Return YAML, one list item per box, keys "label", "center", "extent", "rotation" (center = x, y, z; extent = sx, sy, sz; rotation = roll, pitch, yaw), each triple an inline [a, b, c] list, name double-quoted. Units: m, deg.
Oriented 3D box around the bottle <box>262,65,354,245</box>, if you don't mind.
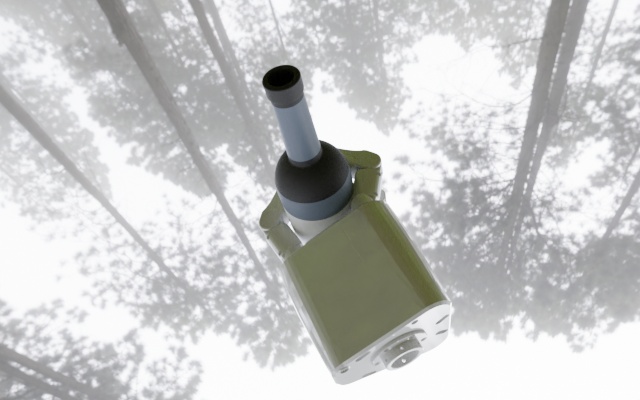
- label: "bottle"
  center: [0.000, 0.002, 0.443]
  extent: [0.069, 0.069, 0.296]
  rotation: [0, -36, 13]
